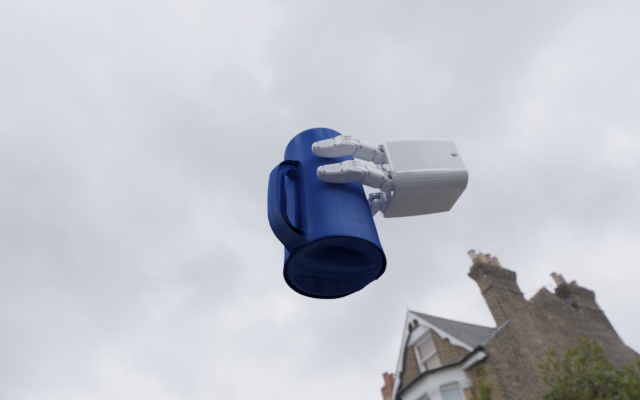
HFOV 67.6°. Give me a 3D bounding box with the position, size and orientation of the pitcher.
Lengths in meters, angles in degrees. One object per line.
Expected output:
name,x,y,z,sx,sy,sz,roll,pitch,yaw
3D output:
pitcher,0.000,0.002,0.676,0.145,0.242,0.149,-5,-44,-4
